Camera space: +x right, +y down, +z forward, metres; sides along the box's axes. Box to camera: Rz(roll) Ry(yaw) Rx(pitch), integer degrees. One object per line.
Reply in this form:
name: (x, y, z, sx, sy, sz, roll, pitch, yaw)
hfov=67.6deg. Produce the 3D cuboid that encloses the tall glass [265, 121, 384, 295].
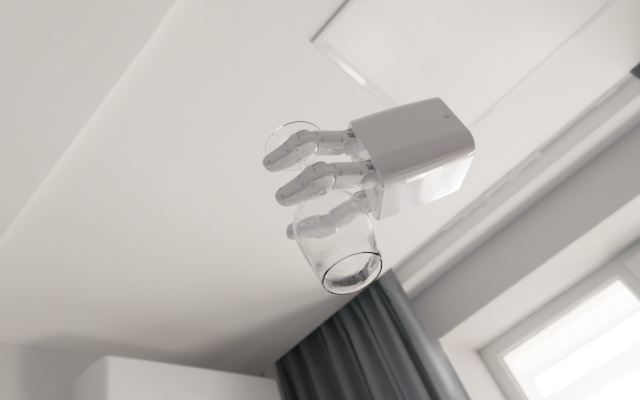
tall glass: (0.000, 0.001, 0.512, 0.079, 0.079, 0.201, 0, 43, -25)
